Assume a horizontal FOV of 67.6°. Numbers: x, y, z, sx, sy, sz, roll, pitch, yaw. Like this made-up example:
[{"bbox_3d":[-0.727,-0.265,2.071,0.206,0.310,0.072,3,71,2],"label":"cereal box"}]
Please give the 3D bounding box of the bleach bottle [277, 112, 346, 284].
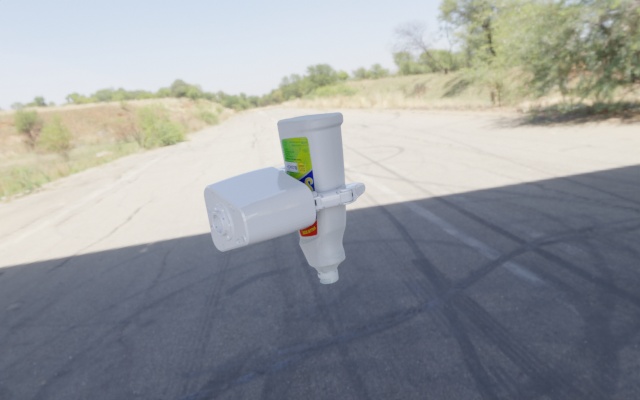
[{"bbox_3d":[0.000,0.002,0.699,0.068,0.251,0.102,-18,16,-36],"label":"bleach bottle"}]
